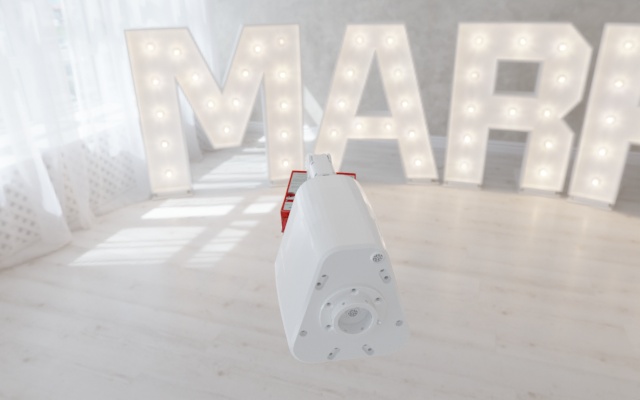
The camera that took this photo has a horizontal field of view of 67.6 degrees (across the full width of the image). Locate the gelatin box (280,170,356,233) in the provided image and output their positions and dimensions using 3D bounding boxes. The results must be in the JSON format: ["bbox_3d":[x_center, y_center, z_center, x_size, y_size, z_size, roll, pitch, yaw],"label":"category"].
[{"bbox_3d":[0.000,0.001,0.504,0.073,0.030,0.089,2,32,4],"label":"gelatin box"}]
